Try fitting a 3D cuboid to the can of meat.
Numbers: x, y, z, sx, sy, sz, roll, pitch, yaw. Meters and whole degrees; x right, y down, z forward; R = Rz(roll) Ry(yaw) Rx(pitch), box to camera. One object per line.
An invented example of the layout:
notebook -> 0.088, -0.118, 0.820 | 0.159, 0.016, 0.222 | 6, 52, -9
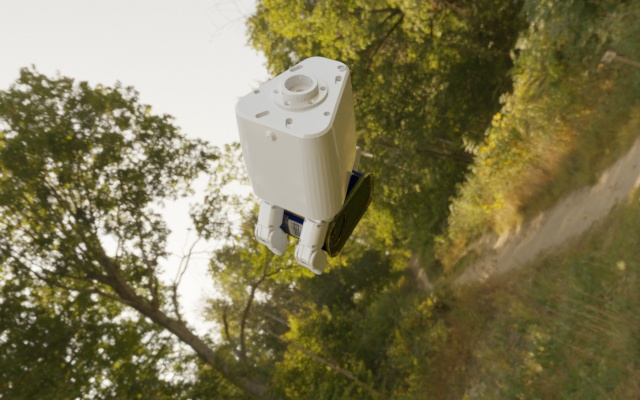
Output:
can of meat -> 0.000, 0.002, 0.538 | 0.084, 0.102, 0.057 | 22, -31, 22
